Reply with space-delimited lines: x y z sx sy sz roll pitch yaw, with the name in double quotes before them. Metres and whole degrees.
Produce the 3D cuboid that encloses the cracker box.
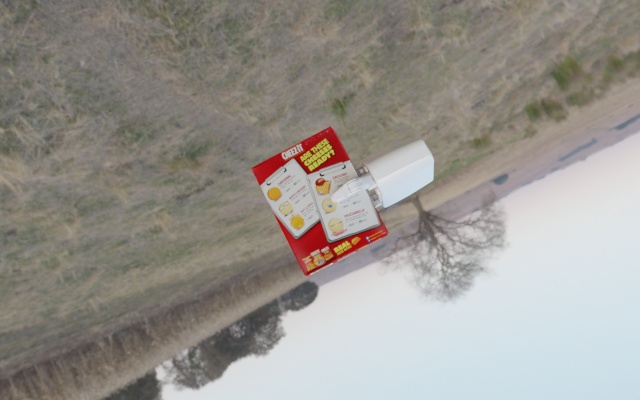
"cracker box" 0.000 0.003 0.850 0.164 0.213 0.072 -28 -7 1
